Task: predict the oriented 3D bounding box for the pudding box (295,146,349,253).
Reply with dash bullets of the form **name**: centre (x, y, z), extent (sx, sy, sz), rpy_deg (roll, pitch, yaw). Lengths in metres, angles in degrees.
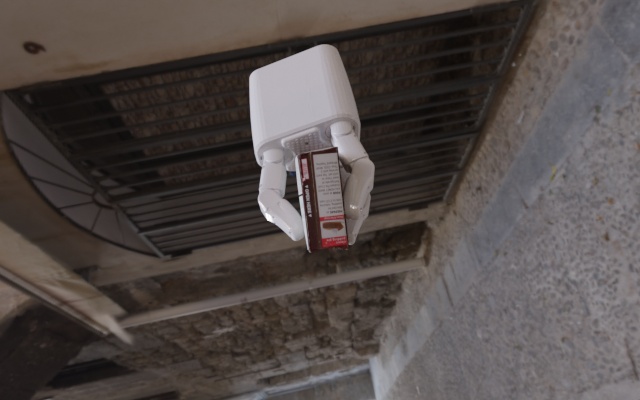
- **pudding box**: centre (0.000, 0.001, 0.458), extent (0.039, 0.090, 0.113), rpy_deg (-7, -1, -1)
